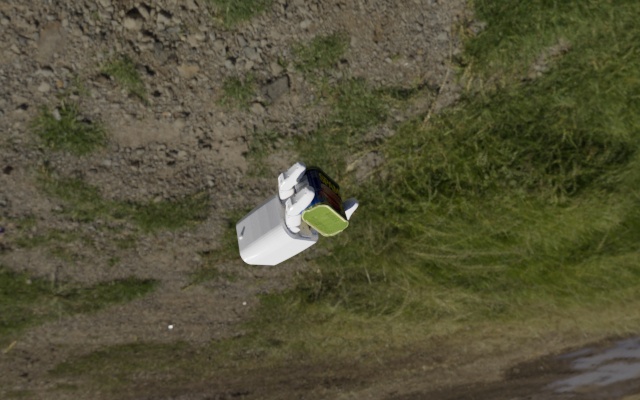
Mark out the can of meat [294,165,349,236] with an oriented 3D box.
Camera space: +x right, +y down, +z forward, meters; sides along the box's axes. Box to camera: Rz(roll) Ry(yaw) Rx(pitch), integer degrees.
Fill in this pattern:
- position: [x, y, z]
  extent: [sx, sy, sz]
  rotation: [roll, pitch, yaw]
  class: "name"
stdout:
- position: [0.000, 0.003, 0.814]
  extent: [0.057, 0.084, 0.102]
  rotation: [-29, -39, 18]
  class: "can of meat"
